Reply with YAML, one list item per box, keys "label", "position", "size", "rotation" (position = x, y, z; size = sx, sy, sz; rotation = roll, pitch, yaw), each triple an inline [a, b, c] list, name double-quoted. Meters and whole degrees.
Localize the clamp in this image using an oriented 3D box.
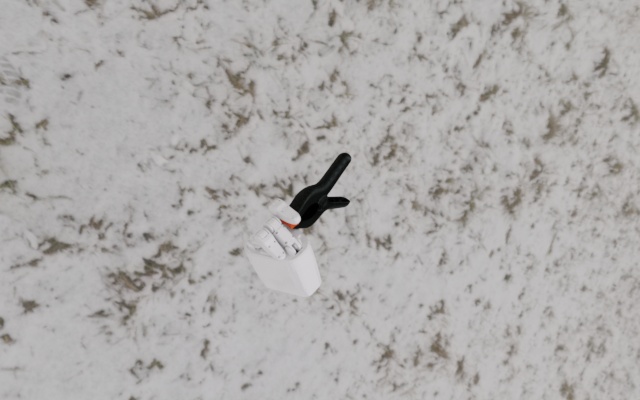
- label: "clamp"
  position: [0.000, 0.003, 0.853]
  size: [0.039, 0.120, 0.171]
  rotation: [29, 58, 37]
